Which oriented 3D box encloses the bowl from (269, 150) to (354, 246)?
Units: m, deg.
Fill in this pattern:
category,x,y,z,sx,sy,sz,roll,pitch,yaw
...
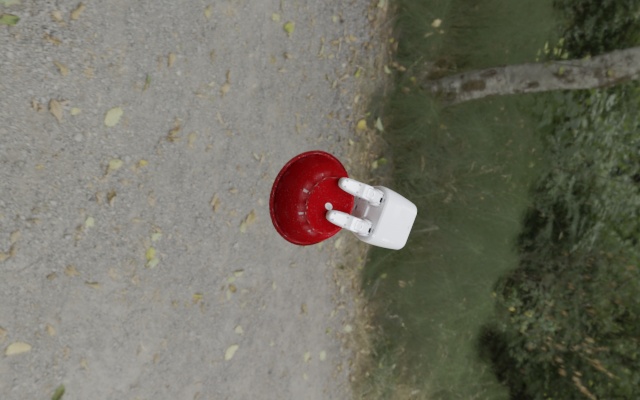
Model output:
category,x,y,z,sx,sy,sz,roll,pitch,yaw
bowl,-0.001,0.003,0.769,0.162,0.162,0.055,0,12,-35
